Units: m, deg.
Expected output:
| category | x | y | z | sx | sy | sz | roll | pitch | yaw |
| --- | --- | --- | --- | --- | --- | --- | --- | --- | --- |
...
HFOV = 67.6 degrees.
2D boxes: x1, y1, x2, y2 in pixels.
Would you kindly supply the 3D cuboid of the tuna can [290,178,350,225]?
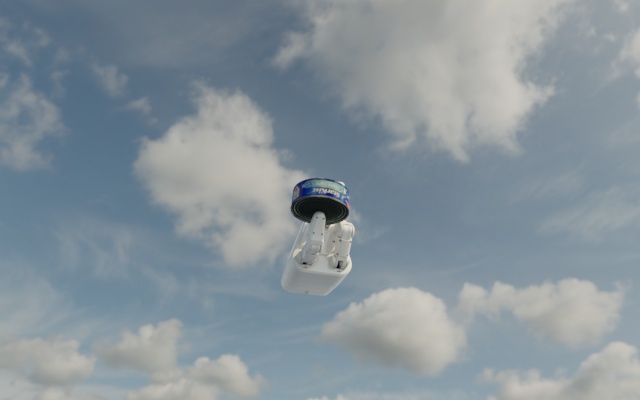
| category | x | y | z | sx | sy | sz | roll | pitch | yaw |
| --- | --- | --- | --- | --- | --- | --- | --- | --- | --- |
| tuna can | 0.000 | 0.002 | 0.701 | 0.086 | 0.033 | 0.086 | 4 | -30 | 2 |
